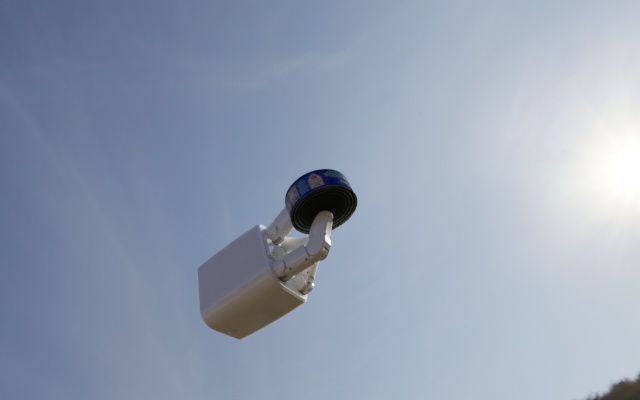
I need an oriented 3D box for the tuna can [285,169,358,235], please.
[{"bbox_3d":[0.000,0.001,0.590,0.086,0.033,0.086,-14,-40,-12],"label":"tuna can"}]
